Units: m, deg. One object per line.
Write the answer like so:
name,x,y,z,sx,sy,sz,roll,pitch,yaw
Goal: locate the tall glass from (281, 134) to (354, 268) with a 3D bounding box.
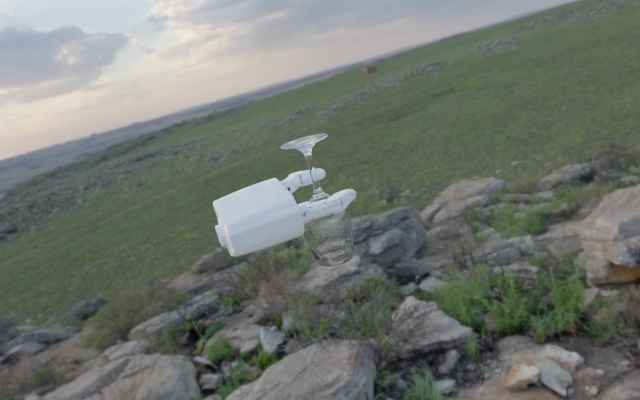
tall glass,0.000,0.002,0.748,0.079,0.201,0.079,-14,15,4
